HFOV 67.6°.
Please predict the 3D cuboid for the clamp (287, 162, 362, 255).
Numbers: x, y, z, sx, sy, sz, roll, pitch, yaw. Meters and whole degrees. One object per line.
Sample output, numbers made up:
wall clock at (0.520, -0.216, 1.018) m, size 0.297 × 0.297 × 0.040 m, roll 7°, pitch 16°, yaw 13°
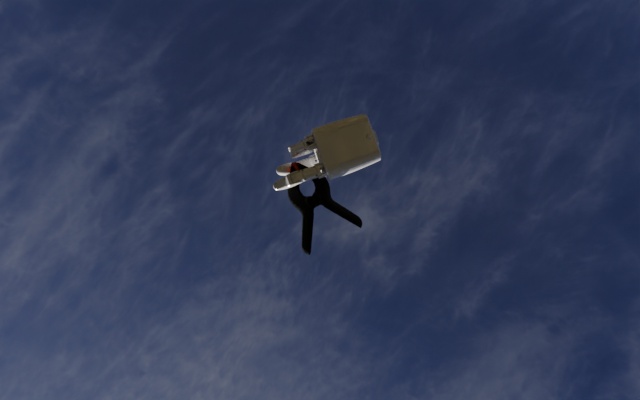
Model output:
clamp at (0.000, 0.003, 0.886) m, size 0.120 × 0.171 × 0.039 m, roll -19°, pitch -3°, yaw -3°
